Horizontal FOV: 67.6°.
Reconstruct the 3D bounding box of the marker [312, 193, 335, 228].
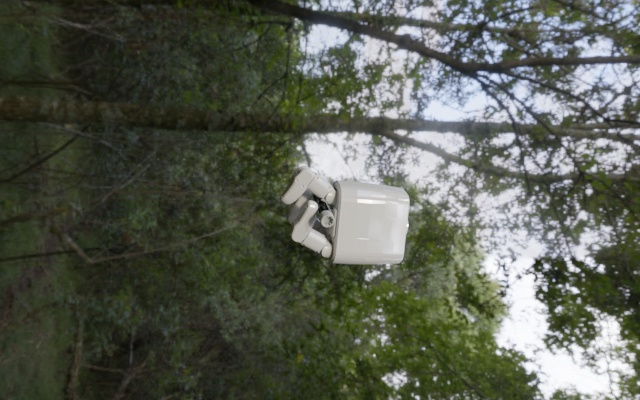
[{"bbox_3d":[0.000,0.002,0.674,0.020,0.020,0.121,0,24,-10],"label":"marker"}]
